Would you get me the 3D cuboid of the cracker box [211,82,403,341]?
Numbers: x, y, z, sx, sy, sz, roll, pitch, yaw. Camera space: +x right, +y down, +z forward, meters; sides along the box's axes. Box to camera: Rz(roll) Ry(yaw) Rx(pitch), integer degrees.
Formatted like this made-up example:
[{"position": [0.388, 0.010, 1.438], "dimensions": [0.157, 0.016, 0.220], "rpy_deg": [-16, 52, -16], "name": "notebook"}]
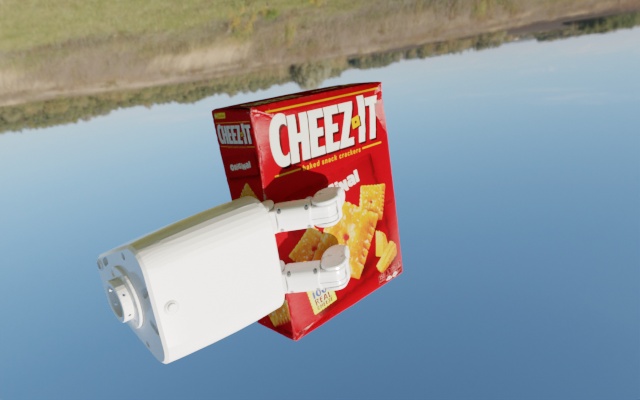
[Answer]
[{"position": [0.000, 0.002, 0.473], "dimensions": [0.164, 0.214, 0.072], "rpy_deg": [-22, 20, -39], "name": "cracker box"}]
